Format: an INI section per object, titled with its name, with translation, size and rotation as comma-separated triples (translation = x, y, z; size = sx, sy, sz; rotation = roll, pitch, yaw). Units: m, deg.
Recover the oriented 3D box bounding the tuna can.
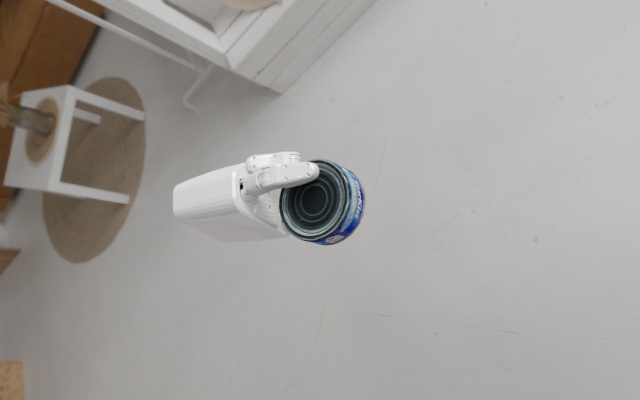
[tuna can]
translation = 0.000, 0.001, 0.486
size = 0.086, 0.086, 0.034
rotation = 0, -10, 32
